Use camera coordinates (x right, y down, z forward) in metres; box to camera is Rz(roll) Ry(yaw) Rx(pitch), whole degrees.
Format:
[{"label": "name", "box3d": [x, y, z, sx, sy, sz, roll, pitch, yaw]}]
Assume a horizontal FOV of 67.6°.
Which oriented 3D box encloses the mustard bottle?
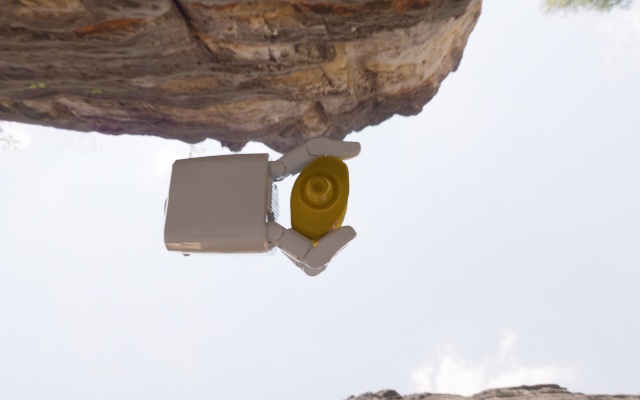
[{"label": "mustard bottle", "box3d": [0.000, 0.002, 0.528, 0.058, 0.096, 0.192, 23, -8, 6]}]
